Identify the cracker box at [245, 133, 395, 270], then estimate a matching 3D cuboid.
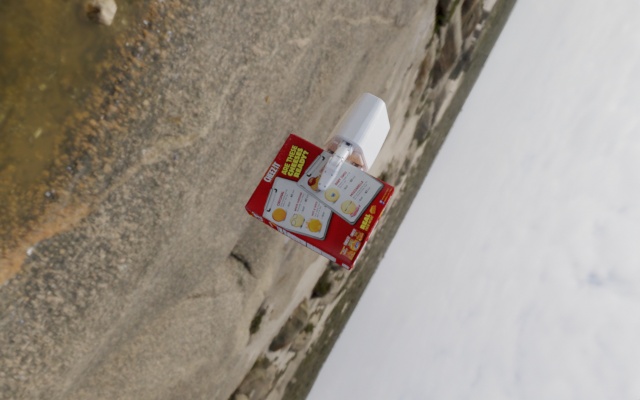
[{"bbox_3d":[0.000,0.003,0.859,0.213,0.164,0.072,28,-15,8],"label":"cracker box"}]
